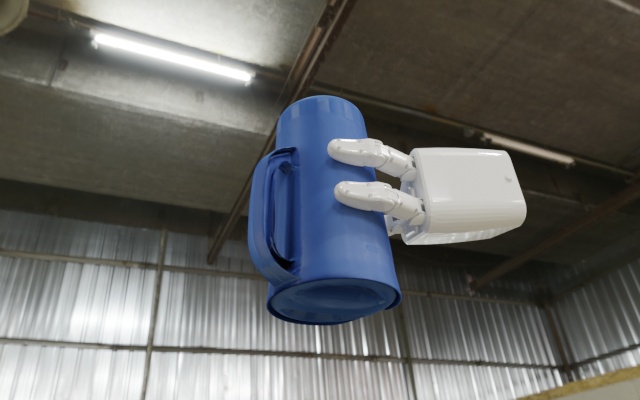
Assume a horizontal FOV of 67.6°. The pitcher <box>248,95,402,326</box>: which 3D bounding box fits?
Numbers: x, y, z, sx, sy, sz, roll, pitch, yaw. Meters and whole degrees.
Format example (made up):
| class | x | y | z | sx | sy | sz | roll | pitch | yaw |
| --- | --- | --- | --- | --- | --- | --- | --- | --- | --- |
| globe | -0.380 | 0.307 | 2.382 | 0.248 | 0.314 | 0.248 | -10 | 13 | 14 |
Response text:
| class | x | y | z | sx | sy | sz | roll | pitch | yaw |
| --- | --- | --- | --- | --- | --- | --- | --- | --- | --- |
| pitcher | 0.000 | 0.002 | 0.521 | 0.145 | 0.242 | 0.149 | -2 | -32 | -4 |
